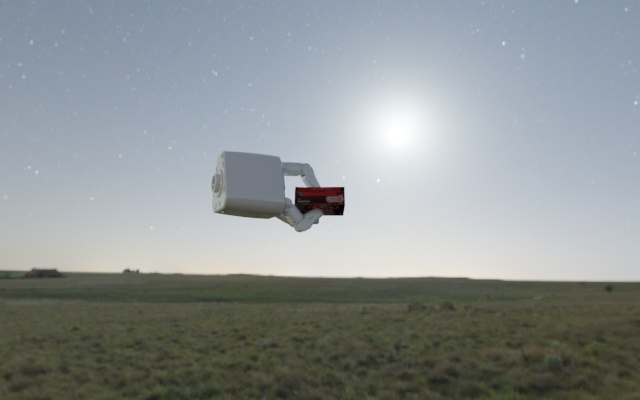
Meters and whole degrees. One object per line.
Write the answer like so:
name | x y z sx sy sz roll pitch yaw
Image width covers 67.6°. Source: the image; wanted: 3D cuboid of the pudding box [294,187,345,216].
pudding box | 0.000 0.003 0.890 0.090 0.039 0.113 1 -10 2
